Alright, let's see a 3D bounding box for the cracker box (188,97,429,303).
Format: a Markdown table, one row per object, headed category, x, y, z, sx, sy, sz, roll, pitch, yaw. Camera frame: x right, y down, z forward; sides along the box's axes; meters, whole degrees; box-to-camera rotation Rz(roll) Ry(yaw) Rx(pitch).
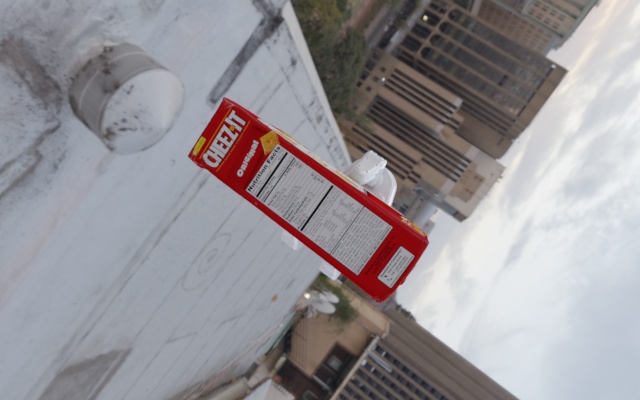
| category | x | y | z | sx | sy | sz | roll | pitch | yaw |
| --- | --- | --- | --- | --- | --- | --- | --- | --- | --- |
| cracker box | 0.000 | 0.001 | 0.468 | 0.213 | 0.072 | 0.164 | 36 | 5 | 11 |
